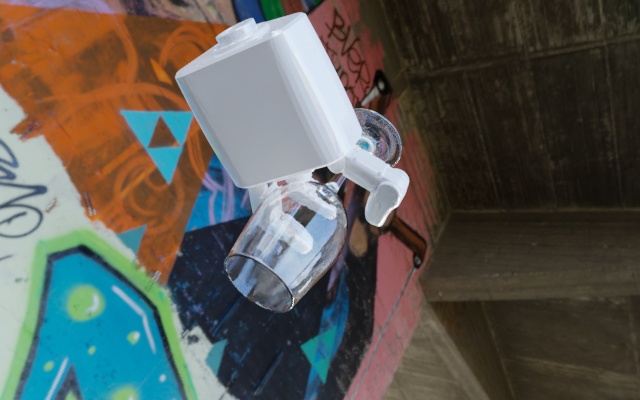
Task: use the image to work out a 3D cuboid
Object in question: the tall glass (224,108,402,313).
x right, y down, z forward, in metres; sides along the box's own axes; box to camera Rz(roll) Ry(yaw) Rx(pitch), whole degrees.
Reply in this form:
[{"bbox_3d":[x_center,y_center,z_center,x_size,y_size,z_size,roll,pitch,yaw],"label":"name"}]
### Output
[{"bbox_3d":[0.001,0.001,0.418,0.079,0.079,0.201,0,39,37],"label":"tall glass"}]
